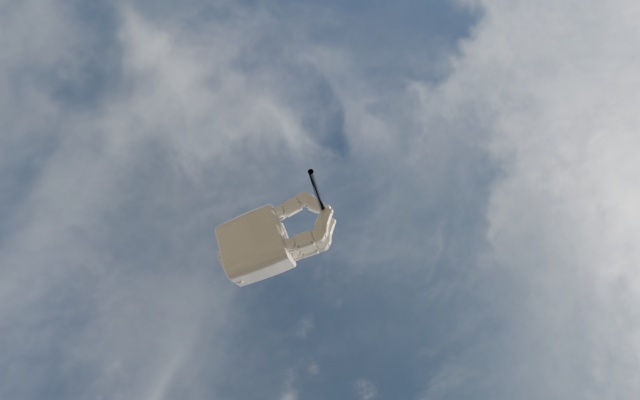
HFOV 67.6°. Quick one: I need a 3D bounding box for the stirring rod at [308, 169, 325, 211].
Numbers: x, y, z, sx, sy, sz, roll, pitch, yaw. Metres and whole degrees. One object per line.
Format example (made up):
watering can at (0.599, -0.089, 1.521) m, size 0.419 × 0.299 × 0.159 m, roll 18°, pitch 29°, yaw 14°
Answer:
stirring rod at (0.000, 0.002, 0.758) m, size 0.011 × 0.011 × 0.240 m, roll 0°, pitch -20°, yaw 7°
